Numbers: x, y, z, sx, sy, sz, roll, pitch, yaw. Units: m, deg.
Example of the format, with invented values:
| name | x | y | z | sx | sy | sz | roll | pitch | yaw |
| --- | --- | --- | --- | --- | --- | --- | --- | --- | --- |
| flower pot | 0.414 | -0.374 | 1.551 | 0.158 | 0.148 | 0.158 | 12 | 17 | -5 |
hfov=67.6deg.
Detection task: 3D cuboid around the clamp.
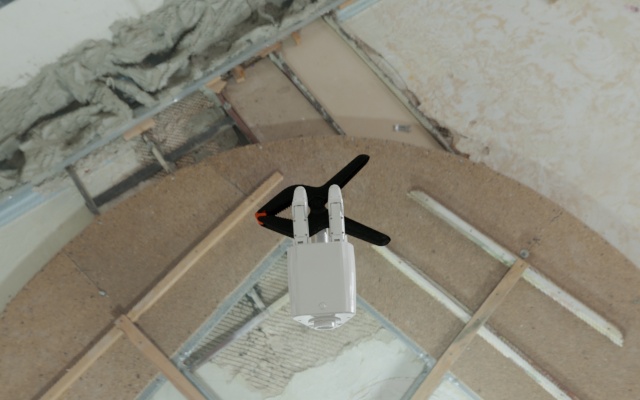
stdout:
| name | x | y | z | sx | sy | sz | roll | pitch | yaw |
| --- | --- | --- | --- | --- | --- | --- | --- | --- | --- |
| clamp | 0.000 | 0.003 | 0.773 | 0.210 | 0.164 | 0.036 | -4 | -28 | 2 |
